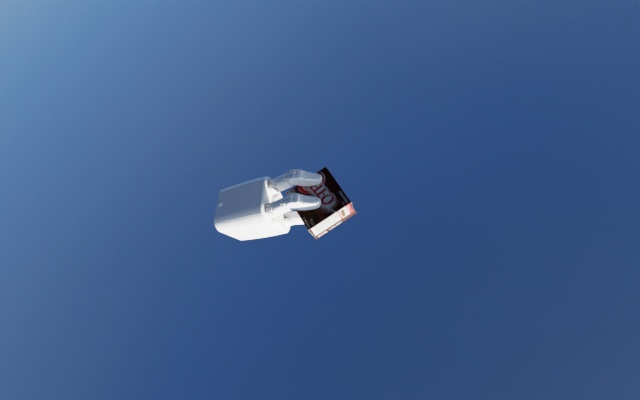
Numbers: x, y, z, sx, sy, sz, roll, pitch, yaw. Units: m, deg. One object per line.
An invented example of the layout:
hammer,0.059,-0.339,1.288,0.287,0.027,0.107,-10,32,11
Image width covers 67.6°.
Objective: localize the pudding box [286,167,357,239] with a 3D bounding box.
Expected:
pudding box,0.000,0.003,0.861,0.090,0.113,0.039,-34,-41,0
